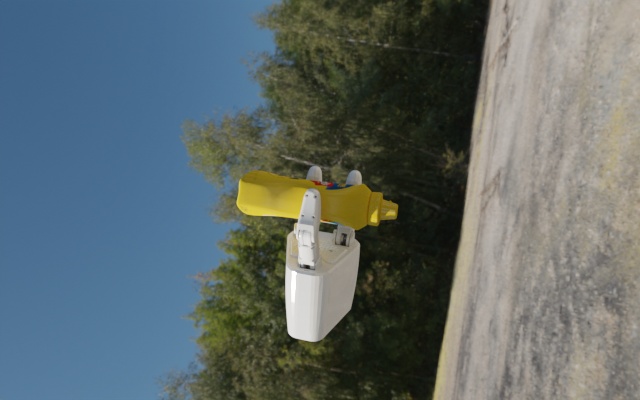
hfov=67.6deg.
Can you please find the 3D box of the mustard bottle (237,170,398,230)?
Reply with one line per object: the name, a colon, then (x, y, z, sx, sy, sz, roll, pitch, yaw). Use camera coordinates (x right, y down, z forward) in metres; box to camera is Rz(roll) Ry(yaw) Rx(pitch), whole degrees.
mustard bottle: (0.000, 0.002, 0.599, 0.191, 0.058, 0.096, 8, 1, 12)
